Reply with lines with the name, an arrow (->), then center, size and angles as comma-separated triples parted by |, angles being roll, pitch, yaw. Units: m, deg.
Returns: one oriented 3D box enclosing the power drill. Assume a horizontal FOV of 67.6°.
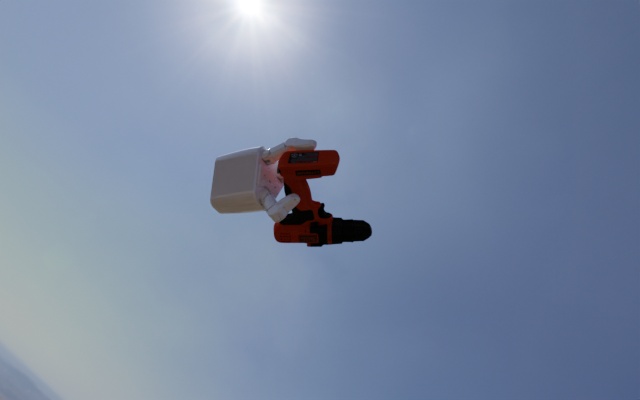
power drill -> 0.000, 0.002, 0.855 | 0.184, 0.188, 0.057 | -2, 34, 3
